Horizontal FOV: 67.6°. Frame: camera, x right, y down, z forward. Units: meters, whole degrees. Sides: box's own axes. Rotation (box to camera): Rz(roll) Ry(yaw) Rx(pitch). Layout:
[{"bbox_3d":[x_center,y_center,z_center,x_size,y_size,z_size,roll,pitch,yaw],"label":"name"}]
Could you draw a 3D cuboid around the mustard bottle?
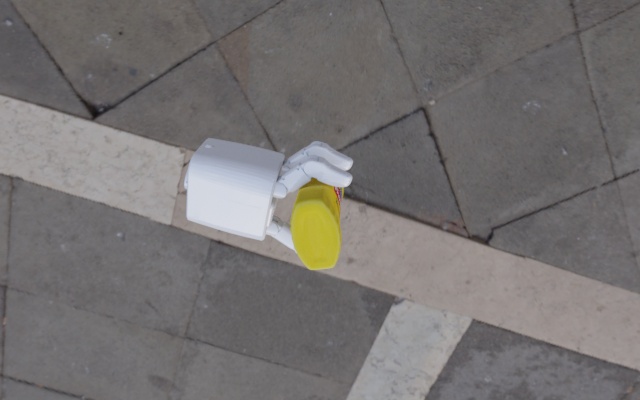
[{"bbox_3d":[0.000,0.002,0.633,0.058,0.096,0.191,-8,25,8],"label":"mustard bottle"}]
